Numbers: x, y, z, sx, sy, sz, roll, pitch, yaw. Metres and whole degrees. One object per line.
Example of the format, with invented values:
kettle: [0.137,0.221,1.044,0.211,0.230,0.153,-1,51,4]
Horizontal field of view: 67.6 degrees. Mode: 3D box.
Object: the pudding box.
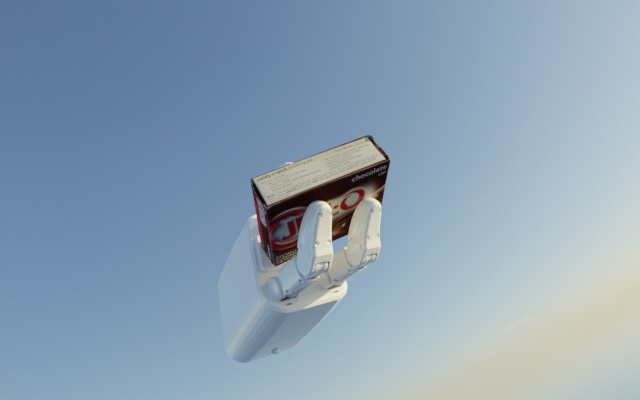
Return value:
pudding box: [0.000,0.001,0.412,0.113,0.039,0.090,-24,-32,-17]
